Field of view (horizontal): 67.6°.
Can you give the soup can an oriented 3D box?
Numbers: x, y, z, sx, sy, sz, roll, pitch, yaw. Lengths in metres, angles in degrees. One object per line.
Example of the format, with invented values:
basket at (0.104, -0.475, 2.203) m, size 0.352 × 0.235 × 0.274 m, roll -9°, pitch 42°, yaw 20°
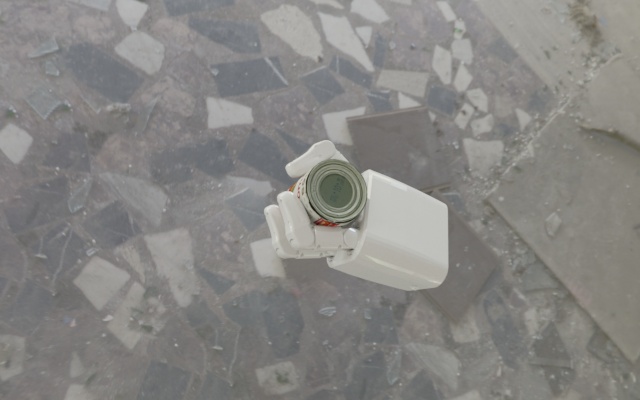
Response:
soup can at (0.000, 0.001, 0.515) m, size 0.068 × 0.068 × 0.102 m, roll 0°, pitch -14°, yaw -21°
